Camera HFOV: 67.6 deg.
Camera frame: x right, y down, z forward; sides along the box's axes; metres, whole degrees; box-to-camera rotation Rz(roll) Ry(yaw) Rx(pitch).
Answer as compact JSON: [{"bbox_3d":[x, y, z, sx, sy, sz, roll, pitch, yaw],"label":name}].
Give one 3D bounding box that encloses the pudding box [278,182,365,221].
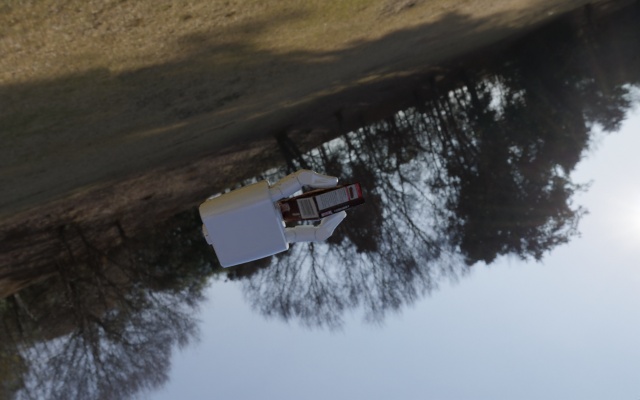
[{"bbox_3d":[0.000,0.003,0.742,0.090,0.039,0.113,-19,8,-31],"label":"pudding box"}]
